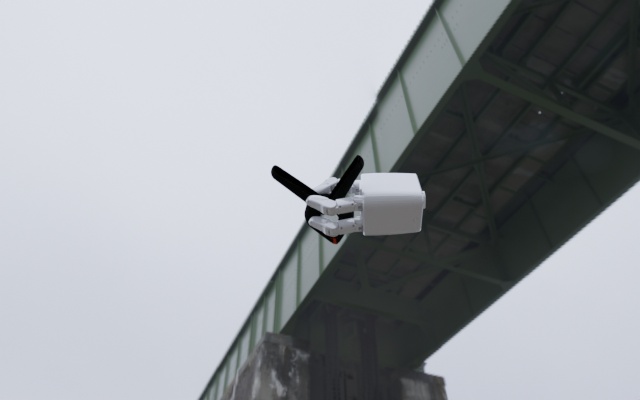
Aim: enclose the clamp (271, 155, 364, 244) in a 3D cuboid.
[{"bbox_3d":[0.000,0.003,0.891,0.164,0.210,0.036,0,44,6],"label":"clamp"}]
